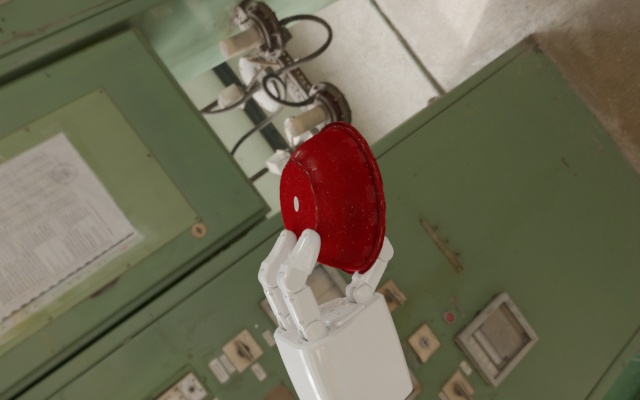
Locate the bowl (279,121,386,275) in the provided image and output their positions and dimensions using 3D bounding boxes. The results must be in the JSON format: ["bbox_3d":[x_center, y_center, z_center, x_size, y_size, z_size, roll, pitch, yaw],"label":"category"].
[{"bbox_3d":[-0.001,0.000,0.489,0.055,0.162,0.162,-8,3,-26],"label":"bowl"}]
